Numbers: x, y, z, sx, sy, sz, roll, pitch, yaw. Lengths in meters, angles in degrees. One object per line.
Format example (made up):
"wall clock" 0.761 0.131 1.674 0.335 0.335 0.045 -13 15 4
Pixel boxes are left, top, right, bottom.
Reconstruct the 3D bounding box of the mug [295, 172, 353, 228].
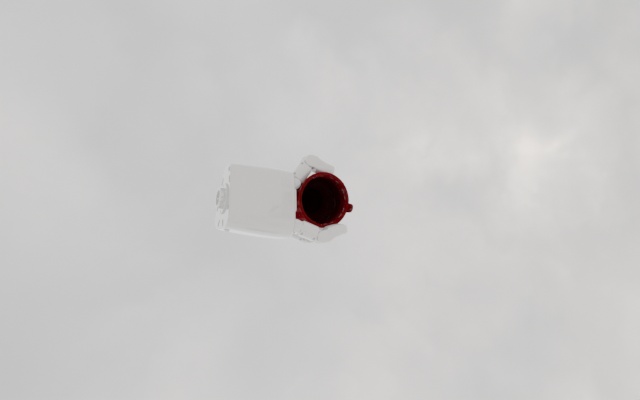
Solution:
"mug" 0.001 0.003 0.831 0.117 0.093 0.081 10 -7 -25
